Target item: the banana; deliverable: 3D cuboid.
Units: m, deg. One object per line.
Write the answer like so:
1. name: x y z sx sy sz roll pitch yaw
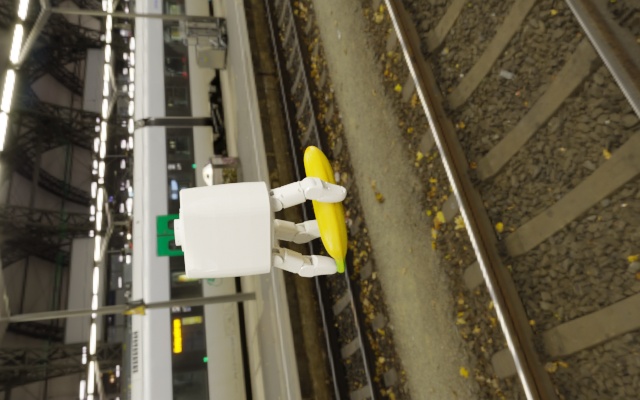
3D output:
1. banana: 0.004 -0.003 0.658 0.037 0.197 0.070 -6 -24 -14
